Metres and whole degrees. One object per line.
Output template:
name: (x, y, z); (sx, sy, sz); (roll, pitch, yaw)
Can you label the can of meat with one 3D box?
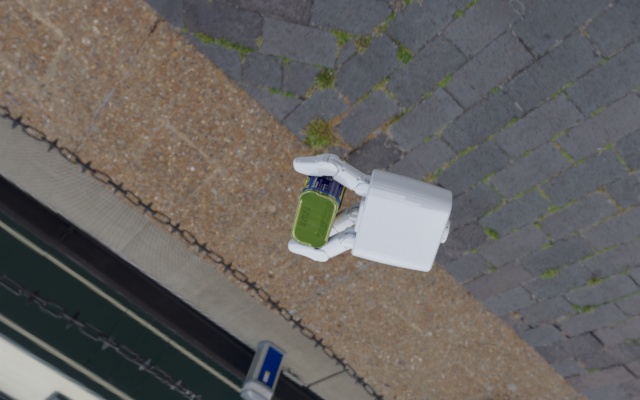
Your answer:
can of meat: (0.000, 0.002, 0.649); (0.057, 0.102, 0.084); (17, 41, 2)
